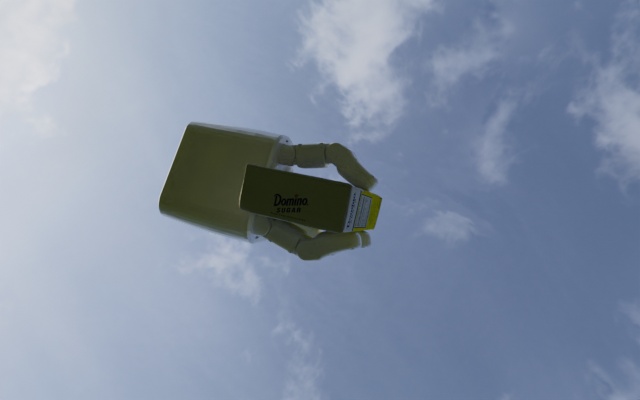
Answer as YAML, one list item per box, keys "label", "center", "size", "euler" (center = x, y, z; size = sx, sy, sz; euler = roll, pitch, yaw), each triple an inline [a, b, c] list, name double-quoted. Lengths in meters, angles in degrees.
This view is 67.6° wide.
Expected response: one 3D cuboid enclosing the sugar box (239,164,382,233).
- label: "sugar box"
  center: [0.000, 0.002, 0.461]
  size: [0.093, 0.048, 0.176]
  euler: [12, 3, 16]
